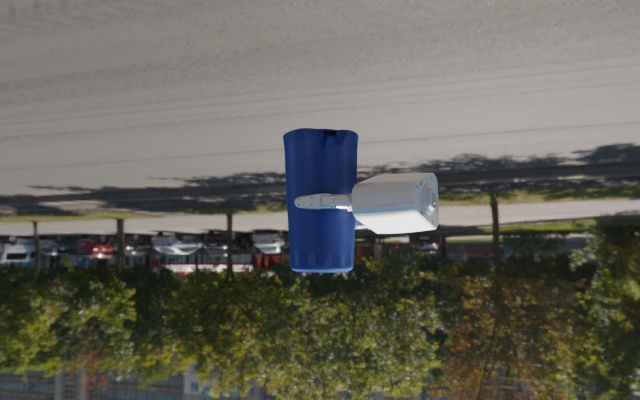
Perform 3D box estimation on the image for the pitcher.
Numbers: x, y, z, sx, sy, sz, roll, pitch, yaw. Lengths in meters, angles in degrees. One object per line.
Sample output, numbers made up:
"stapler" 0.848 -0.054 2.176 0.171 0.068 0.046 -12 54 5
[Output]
"pitcher" 0.000 0.003 0.838 0.145 0.243 0.149 -5 -8 32
